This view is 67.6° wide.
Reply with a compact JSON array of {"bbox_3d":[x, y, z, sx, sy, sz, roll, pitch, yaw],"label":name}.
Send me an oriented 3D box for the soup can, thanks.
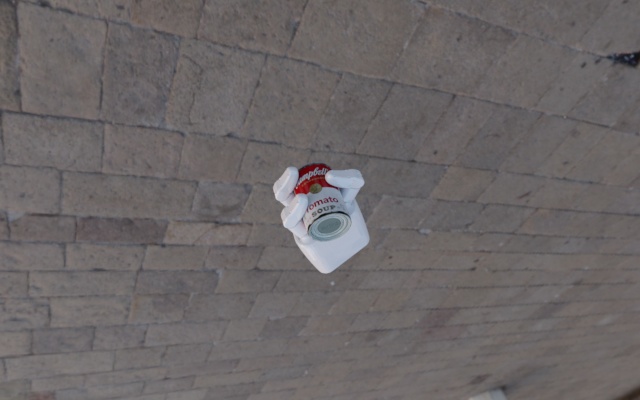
[{"bbox_3d":[0.000,0.002,0.714,0.068,0.102,0.069,-12,-39,-10],"label":"soup can"}]
